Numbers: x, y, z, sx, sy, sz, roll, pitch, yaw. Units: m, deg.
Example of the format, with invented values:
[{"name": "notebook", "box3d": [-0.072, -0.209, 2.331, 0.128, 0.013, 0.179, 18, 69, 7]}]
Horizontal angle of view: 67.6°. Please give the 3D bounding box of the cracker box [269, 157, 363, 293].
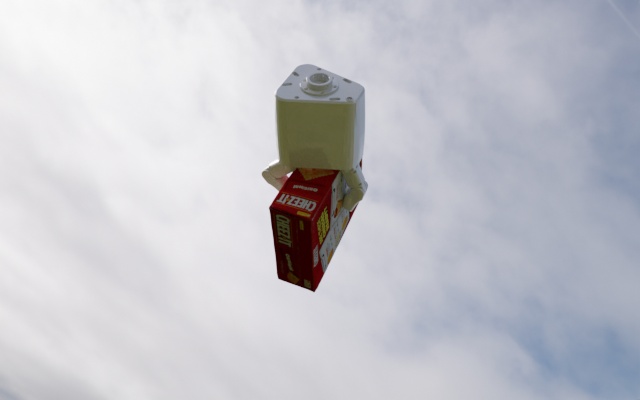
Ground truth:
[{"name": "cracker box", "box3d": [0.000, 0.002, 0.727, 0.072, 0.164, 0.213, 16, 48, 16]}]
